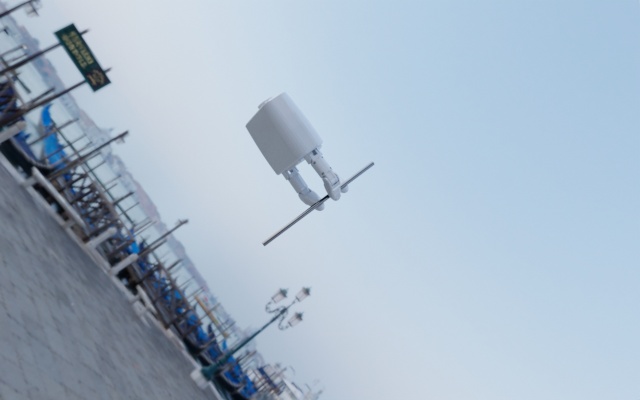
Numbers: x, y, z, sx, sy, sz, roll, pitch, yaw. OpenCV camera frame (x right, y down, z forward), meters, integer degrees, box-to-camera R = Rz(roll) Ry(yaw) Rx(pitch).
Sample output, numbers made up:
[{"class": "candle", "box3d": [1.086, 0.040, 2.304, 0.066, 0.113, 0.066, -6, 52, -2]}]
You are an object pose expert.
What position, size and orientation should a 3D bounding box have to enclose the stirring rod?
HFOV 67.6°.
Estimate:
[{"class": "stirring rod", "box3d": [0.000, 0.003, 0.806, 0.239, 0.011, 0.011, -37, 12, -17]}]
